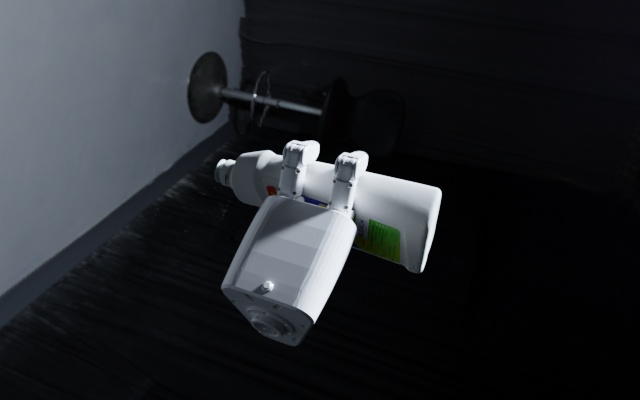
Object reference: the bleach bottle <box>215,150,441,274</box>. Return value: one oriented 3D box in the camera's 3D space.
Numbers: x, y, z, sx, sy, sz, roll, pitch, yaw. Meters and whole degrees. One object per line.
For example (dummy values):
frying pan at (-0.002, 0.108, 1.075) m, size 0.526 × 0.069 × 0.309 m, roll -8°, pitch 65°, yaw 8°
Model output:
bleach bottle at (0.000, 0.002, 0.532) m, size 0.251 × 0.068 × 0.103 m, roll 15°, pitch -34°, yaw 16°
